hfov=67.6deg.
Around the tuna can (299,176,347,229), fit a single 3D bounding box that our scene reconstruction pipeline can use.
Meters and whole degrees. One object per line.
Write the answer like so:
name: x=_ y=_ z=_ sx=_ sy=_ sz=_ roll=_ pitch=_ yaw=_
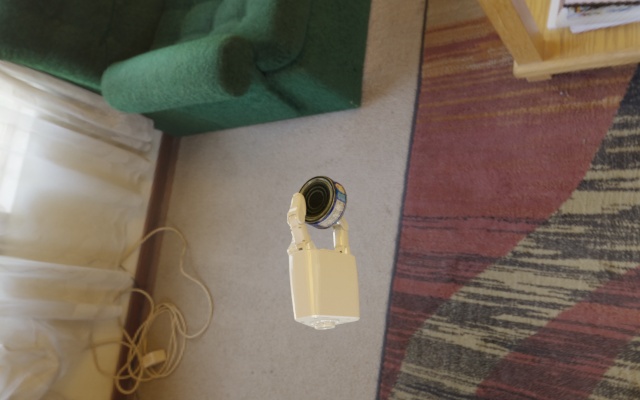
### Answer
tuna can: x=0.000 y=0.002 z=0.793 sx=0.086 sy=0.086 sz=0.034 roll=0 pitch=-18 yaw=40
